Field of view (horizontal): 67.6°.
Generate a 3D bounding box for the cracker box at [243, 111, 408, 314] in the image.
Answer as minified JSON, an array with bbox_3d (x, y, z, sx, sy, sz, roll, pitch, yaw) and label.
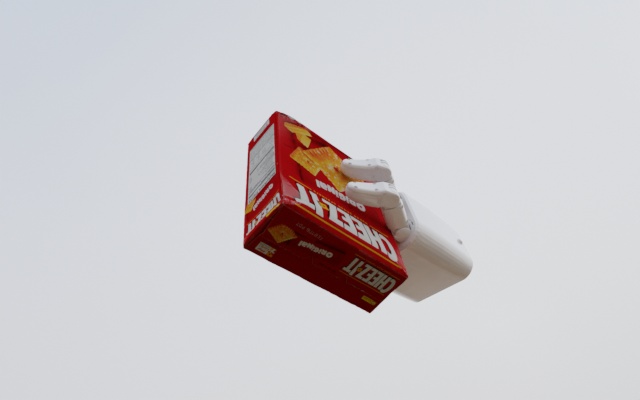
[{"bbox_3d":[0.000,0.002,0.547,0.164,0.072,0.213,31,25,-24],"label":"cracker box"}]
